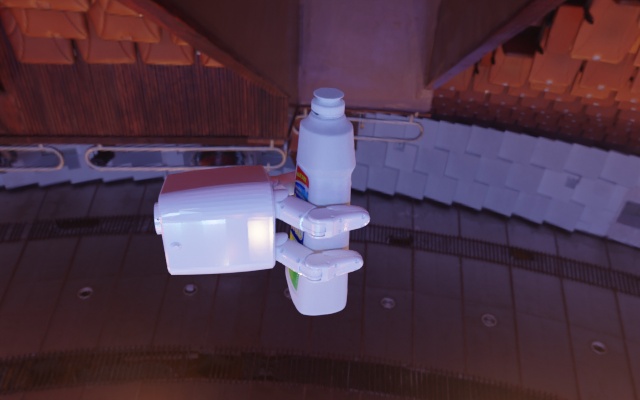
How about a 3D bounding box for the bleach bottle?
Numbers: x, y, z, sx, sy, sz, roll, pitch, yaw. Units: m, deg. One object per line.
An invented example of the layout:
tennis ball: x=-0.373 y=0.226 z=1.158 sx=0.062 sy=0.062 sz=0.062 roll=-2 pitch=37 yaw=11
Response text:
bleach bottle: x=0.000 y=0.002 z=0.511 sx=0.068 sy=0.251 sz=0.102 roll=-4 pitch=34 yaw=-11
